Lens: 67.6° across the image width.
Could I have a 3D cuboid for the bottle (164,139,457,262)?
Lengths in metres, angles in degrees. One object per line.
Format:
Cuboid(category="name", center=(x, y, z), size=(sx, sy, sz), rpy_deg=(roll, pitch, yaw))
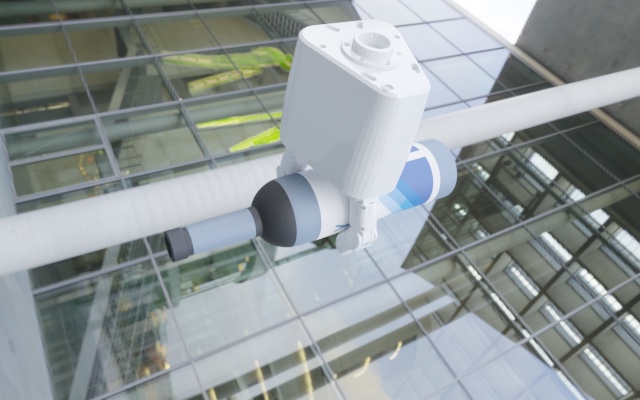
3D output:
Cuboid(category="bottle", center=(0.000, 0.002, 0.462), size=(0.295, 0.069, 0.069), rpy_deg=(-16, 7, -26))
